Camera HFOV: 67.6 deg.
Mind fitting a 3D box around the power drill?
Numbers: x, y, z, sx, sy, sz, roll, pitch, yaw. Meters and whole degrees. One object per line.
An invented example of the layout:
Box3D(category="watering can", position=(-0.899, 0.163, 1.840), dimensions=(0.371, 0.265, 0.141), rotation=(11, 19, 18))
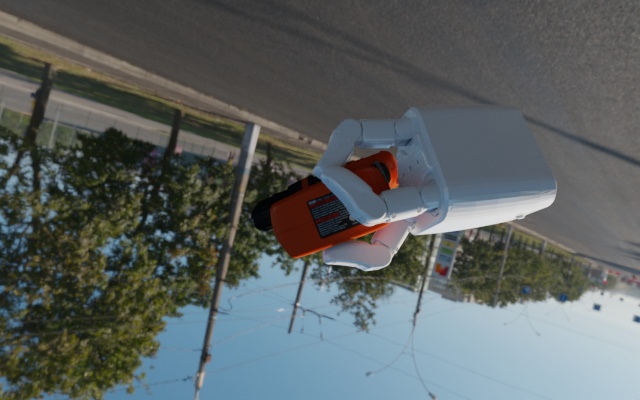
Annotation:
Box3D(category="power drill", position=(0.000, 0.002, 0.493), dimensions=(0.184, 0.057, 0.187), rotation=(-23, 8, 6))
